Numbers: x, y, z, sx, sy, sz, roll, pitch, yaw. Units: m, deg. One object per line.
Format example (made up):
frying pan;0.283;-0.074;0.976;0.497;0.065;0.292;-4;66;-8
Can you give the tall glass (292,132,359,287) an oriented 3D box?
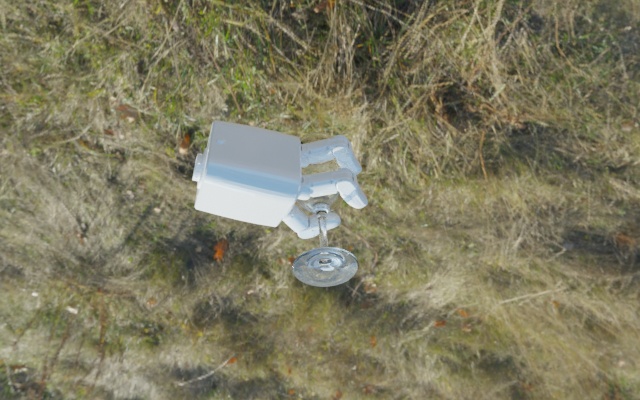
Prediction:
tall glass;0.000;0.003;0.596;0.079;0.200;0.079;-2;-42;-2
